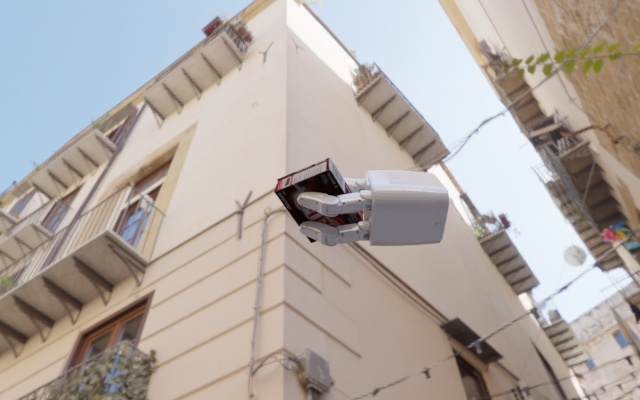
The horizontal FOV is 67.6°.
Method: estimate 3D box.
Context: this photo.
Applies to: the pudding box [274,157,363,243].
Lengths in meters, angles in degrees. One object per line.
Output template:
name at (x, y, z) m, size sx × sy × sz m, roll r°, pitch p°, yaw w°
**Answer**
pudding box at (0.000, 0.002, 0.696) m, size 0.090 × 0.113 × 0.039 m, roll -22°, pitch 32°, yaw 18°
